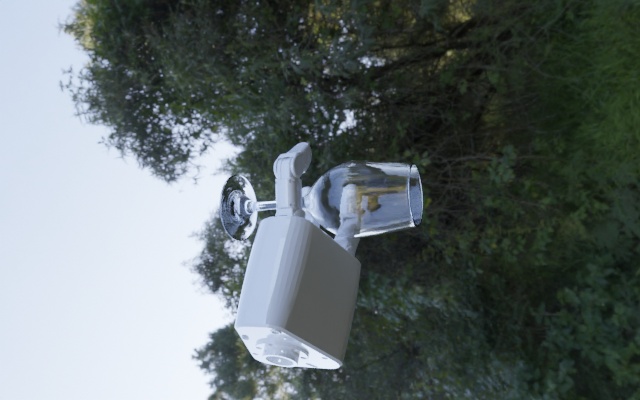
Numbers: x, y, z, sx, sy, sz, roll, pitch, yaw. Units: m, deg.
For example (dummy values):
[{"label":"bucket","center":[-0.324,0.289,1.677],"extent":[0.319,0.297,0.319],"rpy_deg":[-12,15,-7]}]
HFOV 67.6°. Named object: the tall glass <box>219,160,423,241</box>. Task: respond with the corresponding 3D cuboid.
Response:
[{"label":"tall glass","center":[-0.001,0.002,0.494],"extent":[0.201,0.079,0.079],"rpy_deg":[-5,-2,23]}]
